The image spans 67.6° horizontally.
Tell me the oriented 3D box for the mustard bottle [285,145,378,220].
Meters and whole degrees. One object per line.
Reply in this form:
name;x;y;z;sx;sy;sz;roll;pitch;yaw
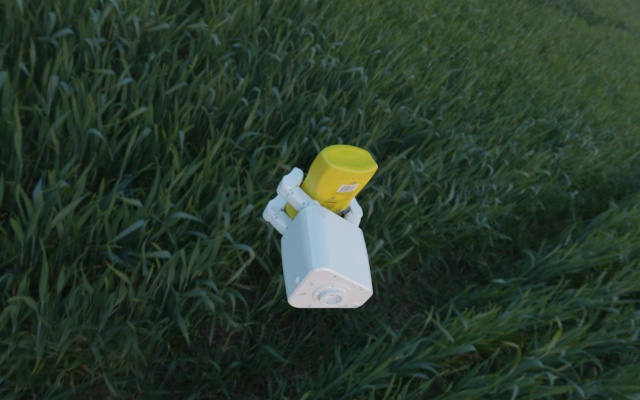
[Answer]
mustard bottle;0.000;0.002;0.720;0.096;0.058;0.192;-6;-37;-40
